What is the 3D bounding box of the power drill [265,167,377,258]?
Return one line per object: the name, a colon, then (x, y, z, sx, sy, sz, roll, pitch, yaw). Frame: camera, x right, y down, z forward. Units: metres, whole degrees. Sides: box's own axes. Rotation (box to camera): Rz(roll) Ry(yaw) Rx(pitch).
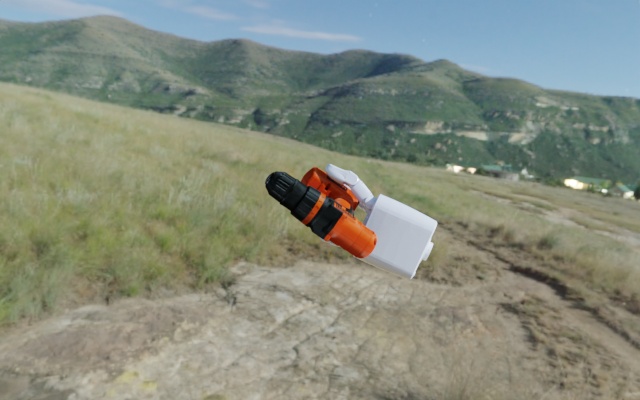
power drill: (0.000, 0.002, 0.748, 0.184, 0.057, 0.187, 37, 14, -9)
